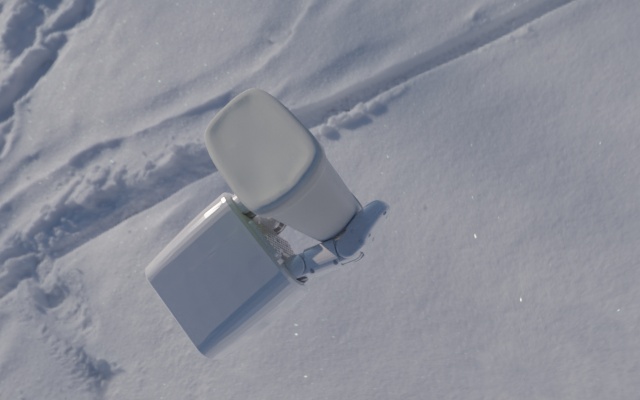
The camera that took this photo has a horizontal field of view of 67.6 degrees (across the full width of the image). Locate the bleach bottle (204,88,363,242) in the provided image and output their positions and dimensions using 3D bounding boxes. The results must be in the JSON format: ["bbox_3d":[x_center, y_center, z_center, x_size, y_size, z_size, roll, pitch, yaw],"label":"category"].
[{"bbox_3d":[0.000,0.001,0.438,0.102,0.068,0.251,50,4,29],"label":"bleach bottle"}]
